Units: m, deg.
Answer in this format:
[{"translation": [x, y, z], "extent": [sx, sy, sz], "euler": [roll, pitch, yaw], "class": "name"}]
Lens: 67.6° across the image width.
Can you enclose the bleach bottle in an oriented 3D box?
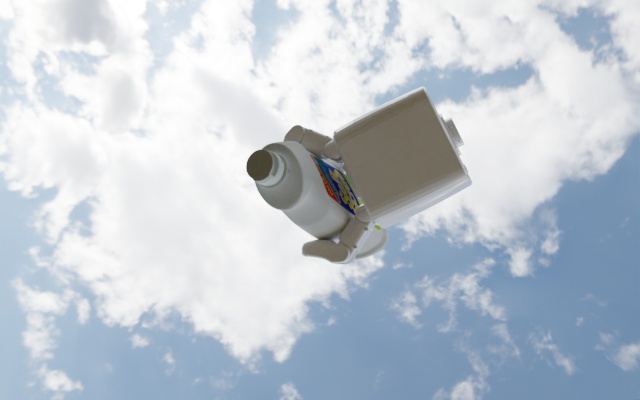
[{"translation": [0.000, 0.002, 0.525], "extent": [0.068, 0.102, 0.251], "euler": [-26, -21, 17], "class": "bleach bottle"}]
